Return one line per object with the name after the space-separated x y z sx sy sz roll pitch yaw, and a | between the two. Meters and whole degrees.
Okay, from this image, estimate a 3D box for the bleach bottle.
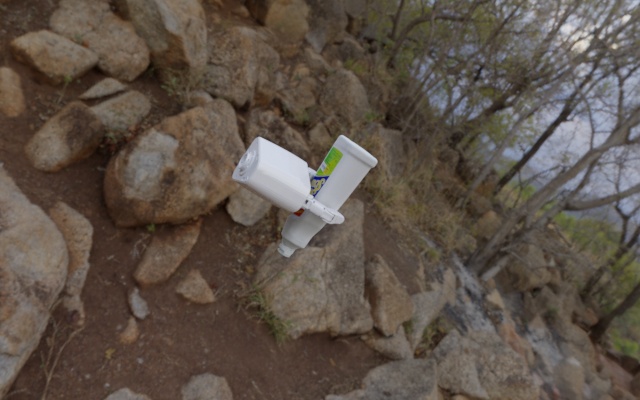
0.000 0.003 0.898 0.068 0.251 0.102 30 11 -24 | bleach bottle
